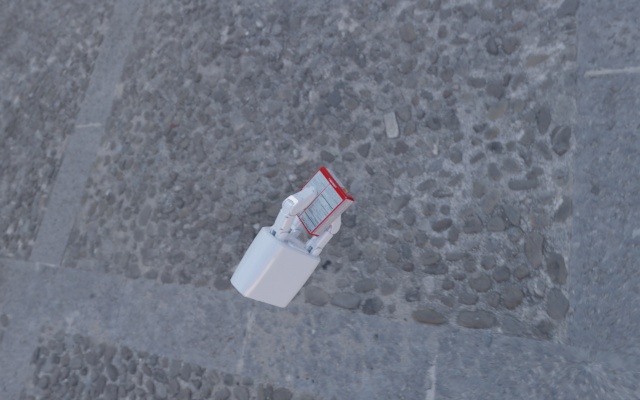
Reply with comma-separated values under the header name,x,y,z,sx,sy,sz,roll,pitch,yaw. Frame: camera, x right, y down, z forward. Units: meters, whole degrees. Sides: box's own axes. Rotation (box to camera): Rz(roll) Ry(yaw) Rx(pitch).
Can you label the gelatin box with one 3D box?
name,x,y,z,sx,sy,sz,roll,pitch,yaw
gelatin box,0.000,0.002,0.767,0.089,0.073,0.030,-47,-31,17
